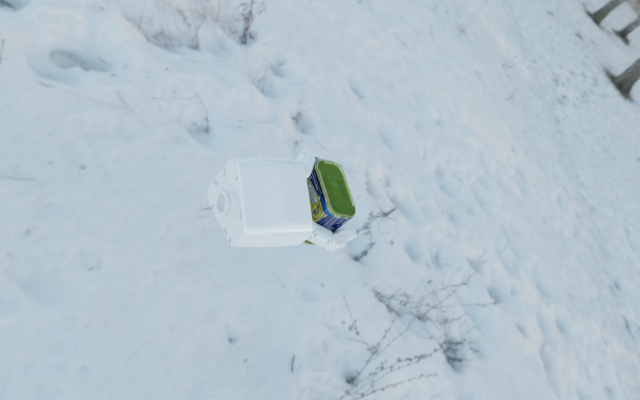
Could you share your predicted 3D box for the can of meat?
[{"bbox_3d":[0.000,0.002,0.711,0.057,0.102,0.084,4,-33,-38],"label":"can of meat"}]
